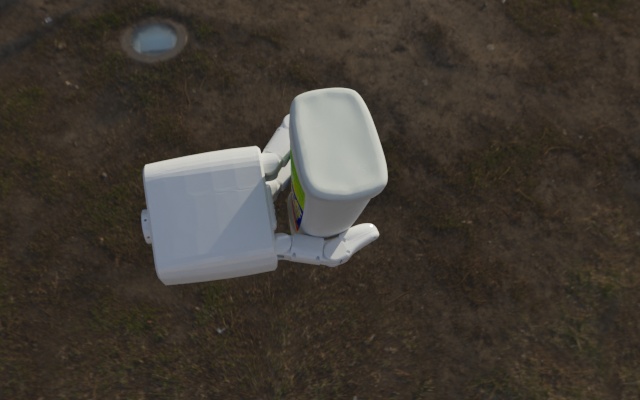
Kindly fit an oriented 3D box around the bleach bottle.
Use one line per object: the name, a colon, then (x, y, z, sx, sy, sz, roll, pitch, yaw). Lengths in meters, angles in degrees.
bleach bottle: (0.000, 0.001, 0.475, 0.068, 0.102, 0.251, -9, -22, -10)
